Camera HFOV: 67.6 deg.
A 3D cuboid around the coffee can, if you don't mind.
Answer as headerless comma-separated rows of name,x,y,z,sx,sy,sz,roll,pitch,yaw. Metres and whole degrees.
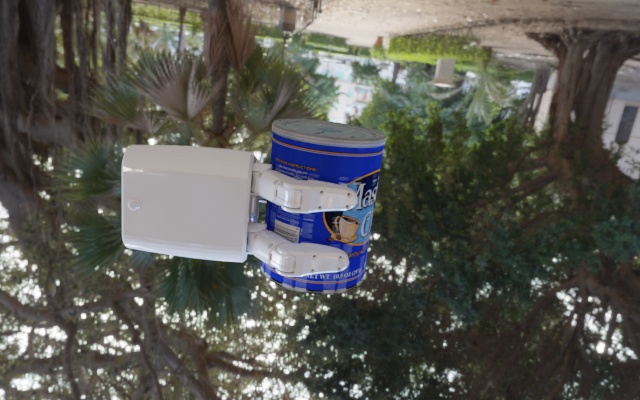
coffee can,0.000,0.001,0.448,0.103,0.140,0.102,6,17,-2
